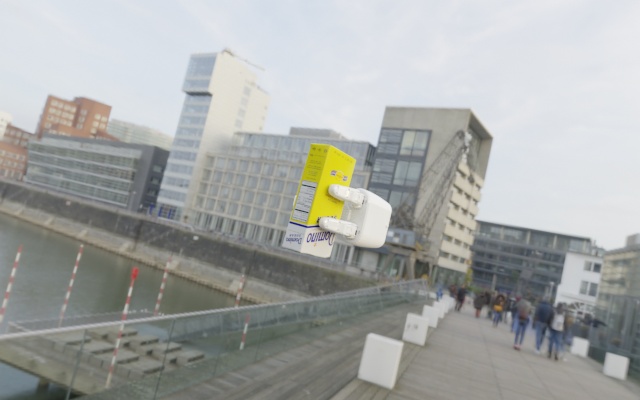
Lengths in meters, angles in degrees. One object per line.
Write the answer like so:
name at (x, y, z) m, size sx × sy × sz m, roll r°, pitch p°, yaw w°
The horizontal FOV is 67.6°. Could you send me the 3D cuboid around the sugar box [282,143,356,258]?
sugar box at (0.001, 0.003, 0.785) m, size 0.048 × 0.176 × 0.093 m, roll 10°, pitch -5°, yaw 34°
